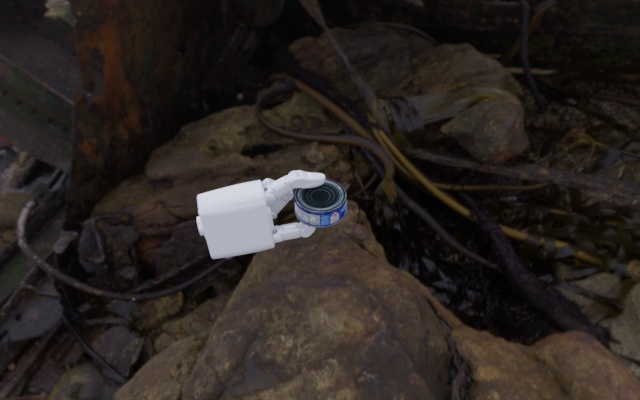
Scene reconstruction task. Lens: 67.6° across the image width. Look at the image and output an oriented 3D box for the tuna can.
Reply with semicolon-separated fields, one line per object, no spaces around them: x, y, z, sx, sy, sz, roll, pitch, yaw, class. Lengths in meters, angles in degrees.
0.000;0.002;0.771;0.086;0.034;0.086;0;42;0;tuna can
